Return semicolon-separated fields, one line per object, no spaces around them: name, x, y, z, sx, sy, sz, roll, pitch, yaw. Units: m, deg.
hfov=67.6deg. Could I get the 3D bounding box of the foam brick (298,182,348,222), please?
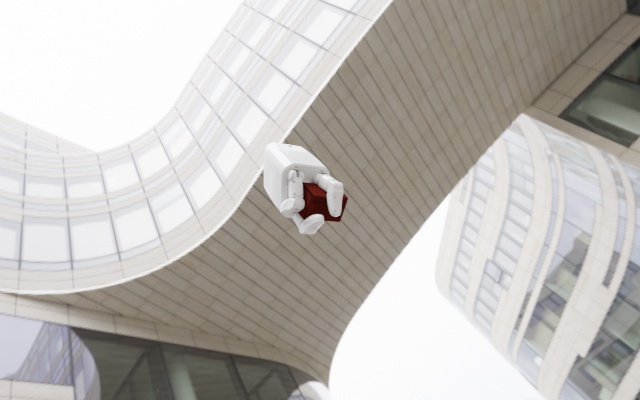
foam brick;0.000;0.003;0.861;0.078;0.053;0.051;5;26;-33
